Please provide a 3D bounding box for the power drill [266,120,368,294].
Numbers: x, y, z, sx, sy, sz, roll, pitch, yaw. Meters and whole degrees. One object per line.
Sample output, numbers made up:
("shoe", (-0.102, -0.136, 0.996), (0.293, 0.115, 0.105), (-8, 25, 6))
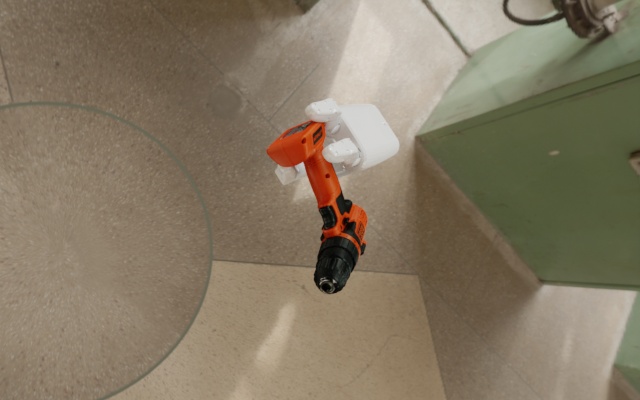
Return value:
("power drill", (0.000, 0.001, 0.601), (0.057, 0.188, 0.184), (-16, 20, 19))
